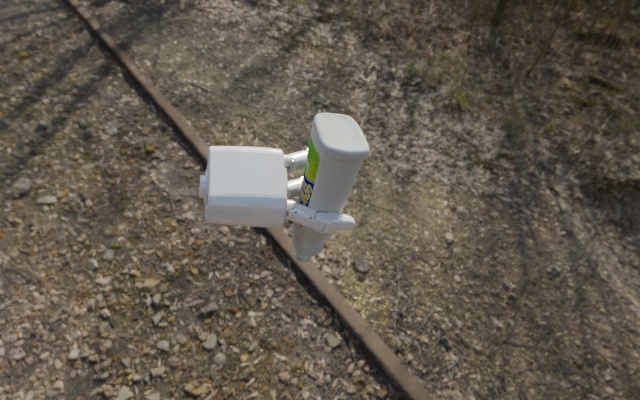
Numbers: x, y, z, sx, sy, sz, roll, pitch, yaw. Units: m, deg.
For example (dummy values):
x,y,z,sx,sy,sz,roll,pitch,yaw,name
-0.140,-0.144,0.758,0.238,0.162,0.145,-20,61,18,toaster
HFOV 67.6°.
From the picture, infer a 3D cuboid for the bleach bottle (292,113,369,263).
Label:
x,y,z,sx,sy,sz,roll,pitch,yaw,name
0.000,0.002,0.707,0.068,0.251,0.102,3,40,-16,bleach bottle
